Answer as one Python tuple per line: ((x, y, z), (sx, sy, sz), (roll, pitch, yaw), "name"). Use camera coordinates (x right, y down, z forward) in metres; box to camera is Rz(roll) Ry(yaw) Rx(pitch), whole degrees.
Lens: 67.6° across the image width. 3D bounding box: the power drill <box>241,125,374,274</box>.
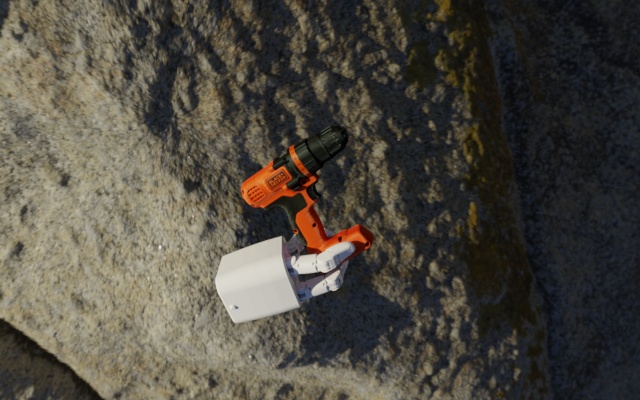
((0.000, 0.003, 0.718), (0.184, 0.188, 0.057), (-32, 10, 18), "power drill")
